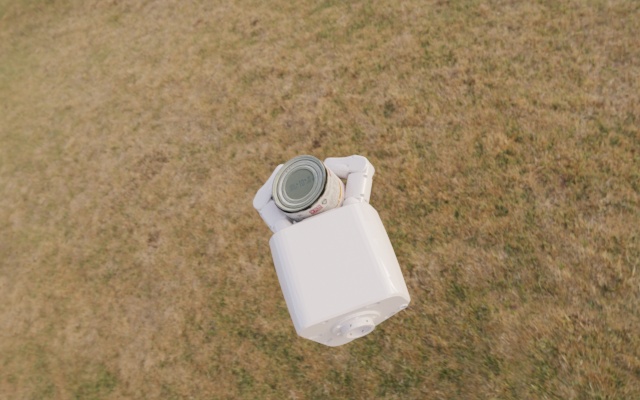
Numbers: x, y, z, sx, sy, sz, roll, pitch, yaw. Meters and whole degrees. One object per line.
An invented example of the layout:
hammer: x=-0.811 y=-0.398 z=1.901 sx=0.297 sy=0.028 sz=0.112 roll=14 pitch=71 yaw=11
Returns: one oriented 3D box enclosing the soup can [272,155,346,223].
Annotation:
soup can: x=0.000 y=0.001 z=0.530 sx=0.068 sy=0.068 sz=0.102 roll=0 pitch=-23 yaw=30
